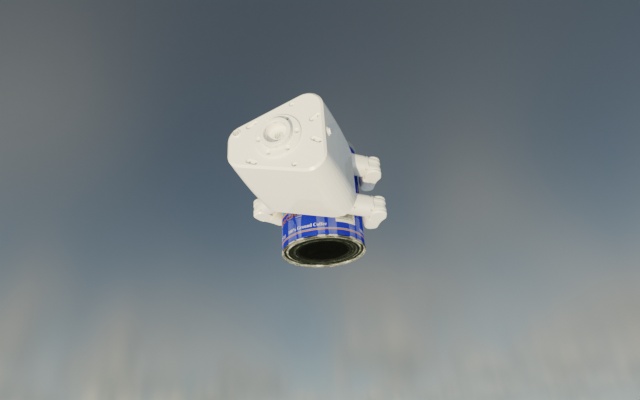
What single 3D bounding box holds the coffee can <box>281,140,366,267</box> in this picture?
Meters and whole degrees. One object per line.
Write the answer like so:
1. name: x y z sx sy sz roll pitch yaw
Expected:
1. coffee can: 0.000 0.002 0.608 0.103 0.140 0.103 -3 -27 -2
